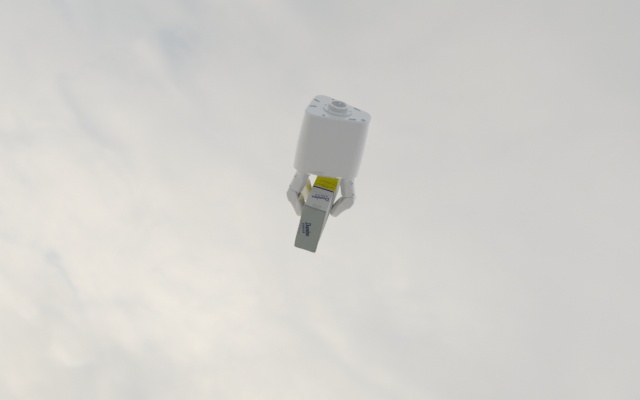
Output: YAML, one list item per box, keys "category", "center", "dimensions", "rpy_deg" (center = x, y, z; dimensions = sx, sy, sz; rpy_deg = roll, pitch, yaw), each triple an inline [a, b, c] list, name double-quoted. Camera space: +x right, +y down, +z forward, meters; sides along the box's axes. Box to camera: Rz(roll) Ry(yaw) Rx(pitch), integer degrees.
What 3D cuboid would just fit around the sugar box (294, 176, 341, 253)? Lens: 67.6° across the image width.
- category: "sugar box"
  center: [0.000, 0.002, 0.858]
  dimensions: [0.048, 0.093, 0.176]
  rpy_deg: [18, 34, 6]
